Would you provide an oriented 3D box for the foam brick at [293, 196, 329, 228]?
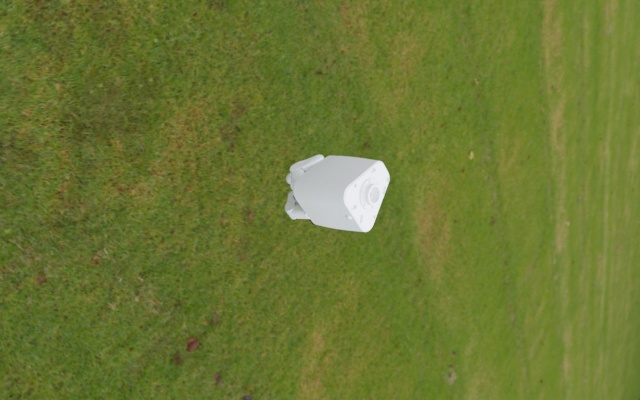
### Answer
[{"bbox_3d":[0.000,0.003,0.837,0.051,0.053,0.078,8,-37,42],"label":"foam brick"}]
